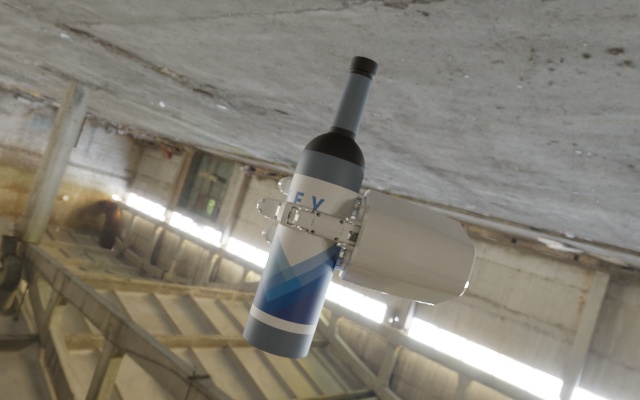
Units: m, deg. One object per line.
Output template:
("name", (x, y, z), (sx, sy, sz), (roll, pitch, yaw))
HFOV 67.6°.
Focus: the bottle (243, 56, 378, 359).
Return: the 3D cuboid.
("bottle", (0.000, 0.002, 0.473), (0.069, 0.295, 0.069), (18, -1, 0))
